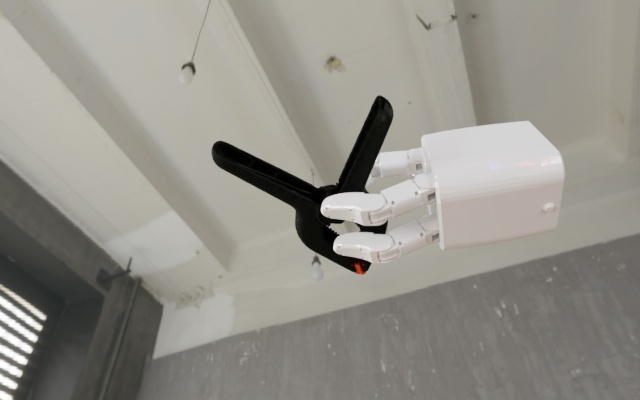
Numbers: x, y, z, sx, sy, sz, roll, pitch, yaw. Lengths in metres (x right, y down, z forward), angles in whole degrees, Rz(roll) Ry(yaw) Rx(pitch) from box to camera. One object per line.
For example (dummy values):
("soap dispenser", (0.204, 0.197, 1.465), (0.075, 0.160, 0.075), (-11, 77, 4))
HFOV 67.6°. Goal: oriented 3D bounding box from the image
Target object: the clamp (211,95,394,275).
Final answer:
("clamp", (0.000, 0.001, 0.468), (0.164, 0.210, 0.036), (-7, 44, 12))
